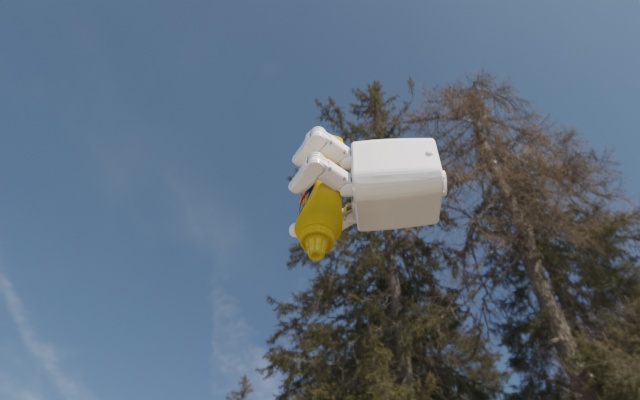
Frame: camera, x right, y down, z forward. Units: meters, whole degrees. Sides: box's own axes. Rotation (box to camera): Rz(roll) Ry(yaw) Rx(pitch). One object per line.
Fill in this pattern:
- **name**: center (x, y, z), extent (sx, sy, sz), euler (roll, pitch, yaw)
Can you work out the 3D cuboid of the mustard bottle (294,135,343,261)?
- **mustard bottle**: center (0.000, 0.002, 0.620), extent (0.058, 0.096, 0.191), euler (15, 40, -9)
